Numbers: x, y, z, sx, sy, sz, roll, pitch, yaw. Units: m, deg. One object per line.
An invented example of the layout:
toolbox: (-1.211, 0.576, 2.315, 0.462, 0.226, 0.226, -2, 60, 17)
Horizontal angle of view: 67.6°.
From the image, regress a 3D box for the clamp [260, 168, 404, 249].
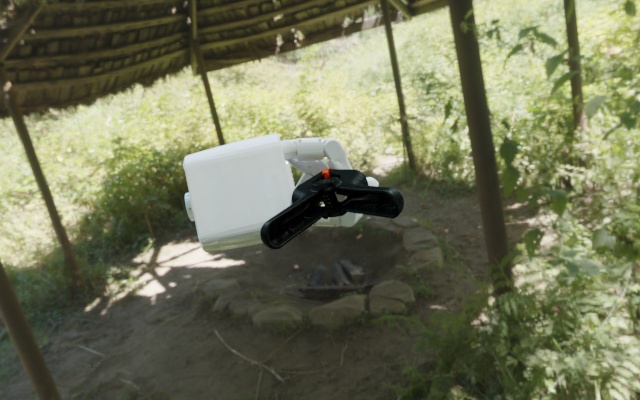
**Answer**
clamp: (0.000, 0.001, 0.456, 0.120, 0.039, 0.171, -12, 11, -6)
